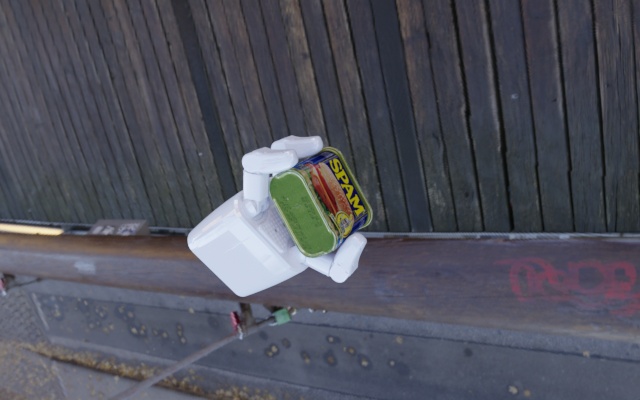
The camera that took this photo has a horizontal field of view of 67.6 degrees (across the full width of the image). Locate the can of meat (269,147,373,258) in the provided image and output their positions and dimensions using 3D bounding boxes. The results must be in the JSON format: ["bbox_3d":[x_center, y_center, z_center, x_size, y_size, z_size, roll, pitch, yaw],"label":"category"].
[{"bbox_3d":[0.000,0.002,0.519,0.057,0.102,0.084,-26,4,36],"label":"can of meat"}]
